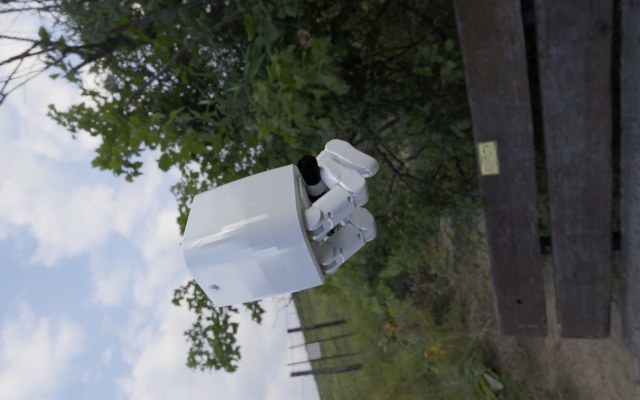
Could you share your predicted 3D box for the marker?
[{"bbox_3d":[0.000,0.001,0.466,0.020,0.020,0.121,0,-40,17],"label":"marker"}]
